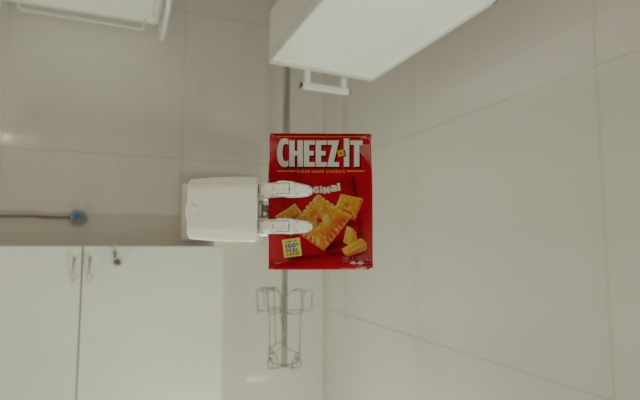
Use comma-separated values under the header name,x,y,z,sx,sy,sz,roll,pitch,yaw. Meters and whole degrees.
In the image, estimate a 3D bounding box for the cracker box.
name,x,y,z,sx,sy,sz,roll,pitch,yaw
cracker box,0.000,0.003,0.763,0.164,0.213,0.072,0,-5,-1
